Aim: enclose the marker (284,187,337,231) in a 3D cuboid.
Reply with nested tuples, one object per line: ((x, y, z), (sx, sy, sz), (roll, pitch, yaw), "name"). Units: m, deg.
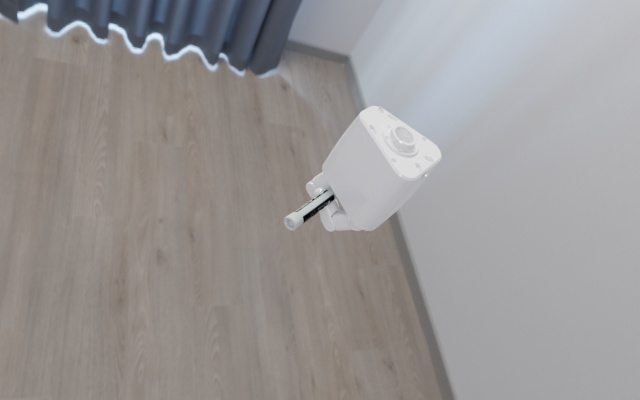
((0.000, 0.002, 0.606), (0.020, 0.020, 0.121), (0, 25, 43), "marker")
